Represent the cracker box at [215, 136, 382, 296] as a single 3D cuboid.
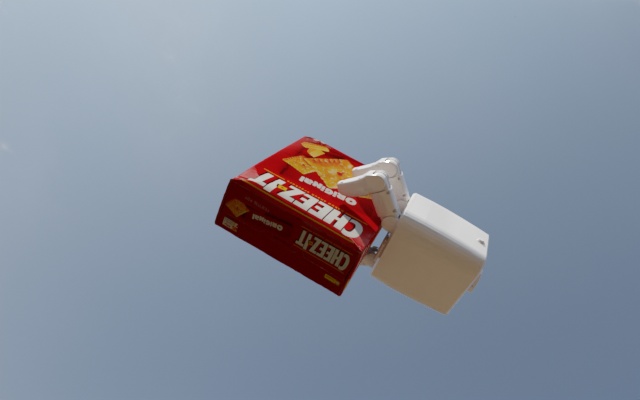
[{"bbox_3d":[0.000,0.002,0.595,0.164,0.072,0.213,28,28,10],"label":"cracker box"}]
